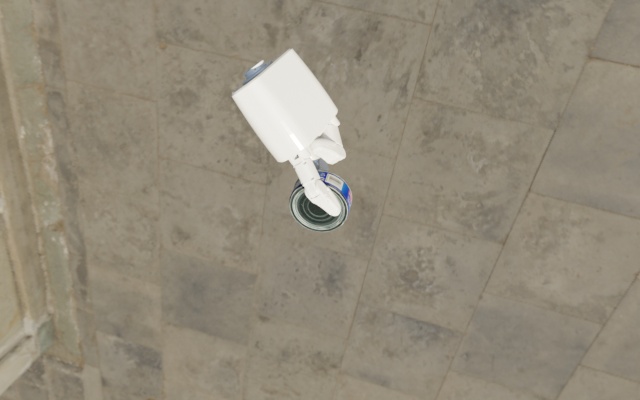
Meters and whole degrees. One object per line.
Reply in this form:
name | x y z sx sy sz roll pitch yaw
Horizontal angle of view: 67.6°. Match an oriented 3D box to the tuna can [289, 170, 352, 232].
tuna can | 0.000 0.003 0.669 0.086 0.086 0.033 0 34 13
